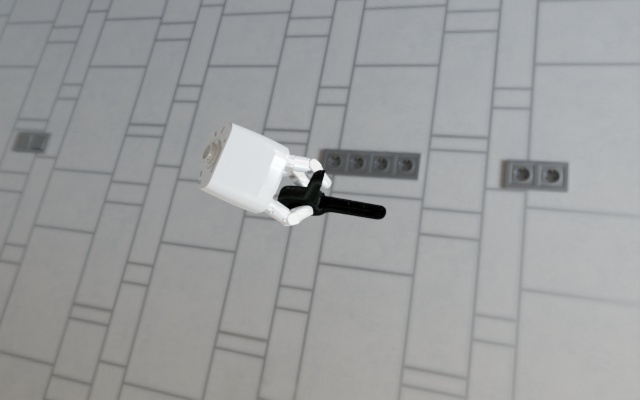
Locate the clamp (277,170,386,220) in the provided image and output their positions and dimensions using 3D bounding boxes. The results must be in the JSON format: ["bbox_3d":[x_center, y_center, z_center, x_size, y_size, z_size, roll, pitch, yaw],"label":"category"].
[{"bbox_3d":[-0.001,0.003,0.837,0.164,0.036,0.210,27,-22,-31],"label":"clamp"}]
